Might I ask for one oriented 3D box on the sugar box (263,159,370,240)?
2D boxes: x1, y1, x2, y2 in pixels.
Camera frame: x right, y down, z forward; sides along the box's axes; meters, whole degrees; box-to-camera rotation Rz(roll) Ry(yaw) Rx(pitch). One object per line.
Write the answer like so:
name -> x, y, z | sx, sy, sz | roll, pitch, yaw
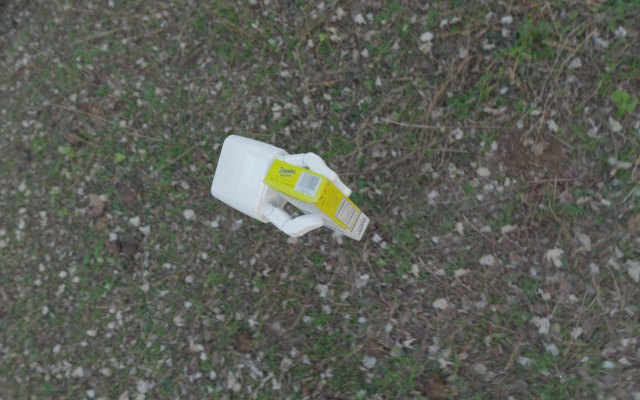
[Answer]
sugar box -> 0.000, 0.002, 0.710 | 0.093, 0.048, 0.176 | 22, -7, 31
